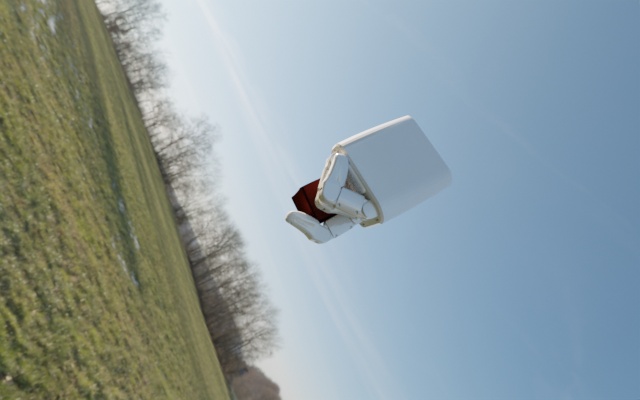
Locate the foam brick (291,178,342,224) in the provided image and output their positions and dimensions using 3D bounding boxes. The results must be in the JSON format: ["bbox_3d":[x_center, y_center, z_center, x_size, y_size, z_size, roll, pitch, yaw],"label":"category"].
[{"bbox_3d":[0.000,0.002,0.633,0.051,0.053,0.078,-26,-2,-15],"label":"foam brick"}]
